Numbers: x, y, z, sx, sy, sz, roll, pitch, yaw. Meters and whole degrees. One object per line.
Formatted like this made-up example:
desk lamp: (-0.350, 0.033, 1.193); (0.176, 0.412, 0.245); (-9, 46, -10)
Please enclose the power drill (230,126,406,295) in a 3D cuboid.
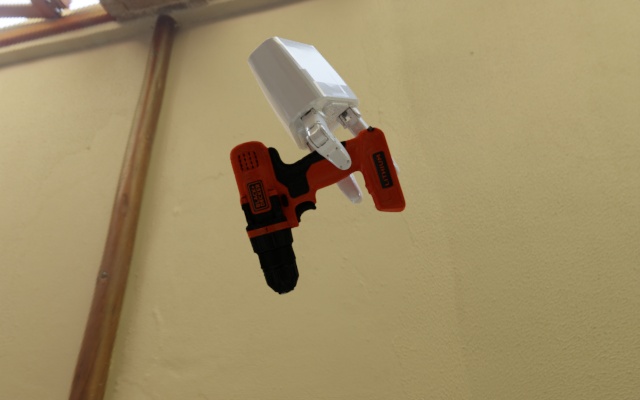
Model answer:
power drill: (0.000, 0.001, 0.565); (0.187, 0.184, 0.057); (-16, 0, -2)
